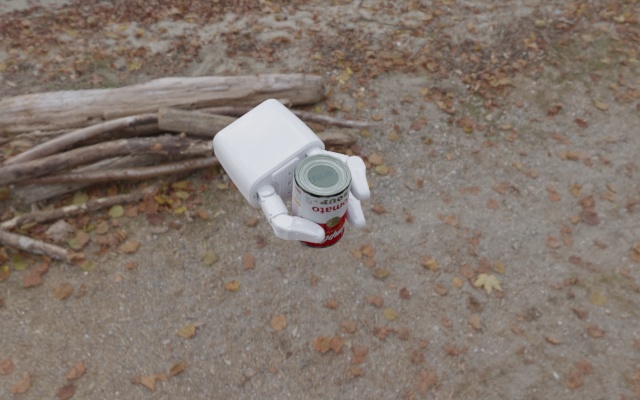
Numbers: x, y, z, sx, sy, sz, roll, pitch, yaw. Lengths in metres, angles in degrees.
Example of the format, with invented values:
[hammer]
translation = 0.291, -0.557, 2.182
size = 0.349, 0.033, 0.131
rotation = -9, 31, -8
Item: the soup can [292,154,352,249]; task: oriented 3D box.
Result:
[soup can]
translation = 0.000, 0.002, 0.577
size = 0.068, 0.068, 0.102
rotation = 0, -40, -5
